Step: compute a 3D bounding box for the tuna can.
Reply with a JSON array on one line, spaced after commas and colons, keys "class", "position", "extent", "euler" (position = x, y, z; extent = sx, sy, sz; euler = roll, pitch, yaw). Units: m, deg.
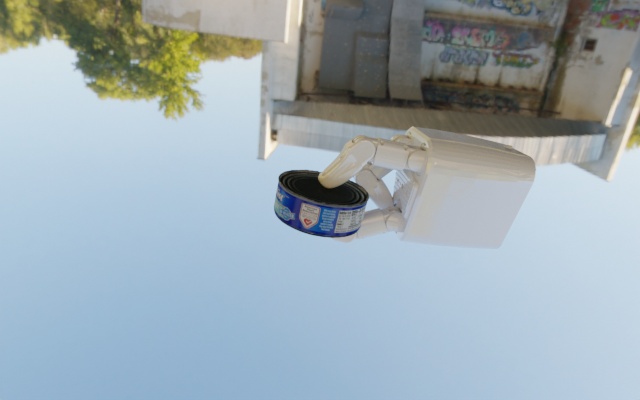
[{"class": "tuna can", "position": [0.000, 0.002, 0.447], "extent": [0.086, 0.034, 0.086], "euler": [11, 21, -4]}]
